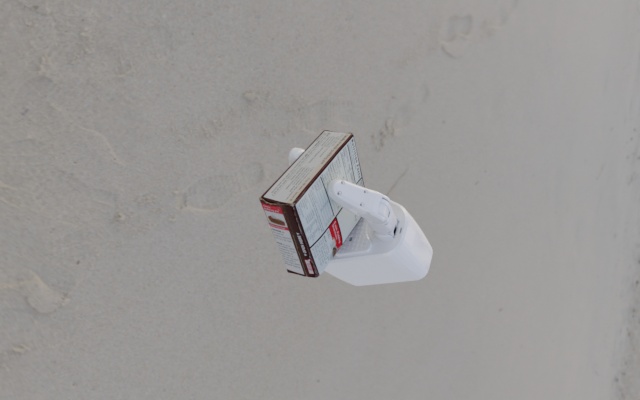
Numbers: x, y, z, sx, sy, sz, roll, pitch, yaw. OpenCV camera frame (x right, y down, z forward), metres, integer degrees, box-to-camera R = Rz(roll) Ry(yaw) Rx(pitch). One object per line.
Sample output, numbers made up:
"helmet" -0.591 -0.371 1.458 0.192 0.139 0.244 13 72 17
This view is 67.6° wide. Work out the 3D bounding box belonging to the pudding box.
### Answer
"pudding box" 0.000 0.002 0.443 0.039 0.090 0.113 8 42 31
